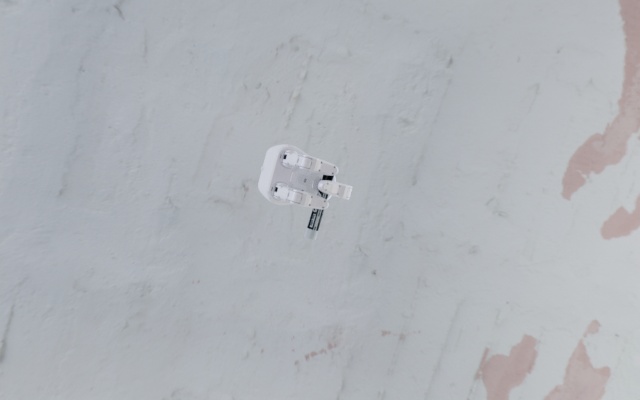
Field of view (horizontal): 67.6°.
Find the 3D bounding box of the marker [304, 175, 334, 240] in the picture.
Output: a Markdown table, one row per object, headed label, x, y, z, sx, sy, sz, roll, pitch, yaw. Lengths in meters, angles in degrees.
| label | x | y | z | sx | sy | sz | roll | pitch | yaw |
| --- | --- | --- | --- | --- | --- | --- | --- | --- | --- |
| marker | 0.000 | 0.002 | 0.757 | 0.020 | 0.121 | 0.020 | 16 | 2 | -1 |
